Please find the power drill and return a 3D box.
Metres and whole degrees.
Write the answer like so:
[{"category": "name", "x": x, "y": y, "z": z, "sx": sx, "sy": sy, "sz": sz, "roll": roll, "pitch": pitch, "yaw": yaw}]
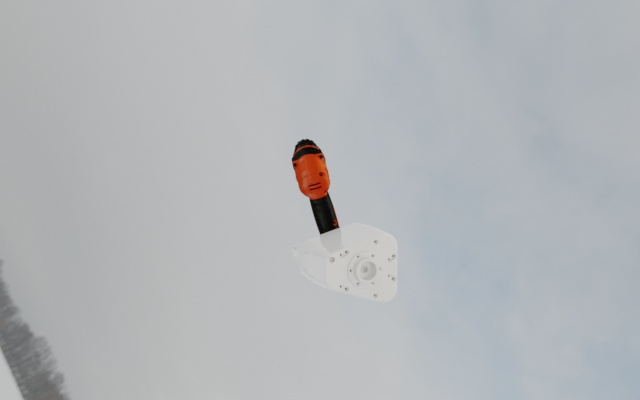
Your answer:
[{"category": "power drill", "x": 0.000, "y": 0.003, "z": 0.774, "sx": 0.057, "sy": 0.188, "sz": 0.184, "roll": -17, "pitch": 24, "yaw": 3}]
